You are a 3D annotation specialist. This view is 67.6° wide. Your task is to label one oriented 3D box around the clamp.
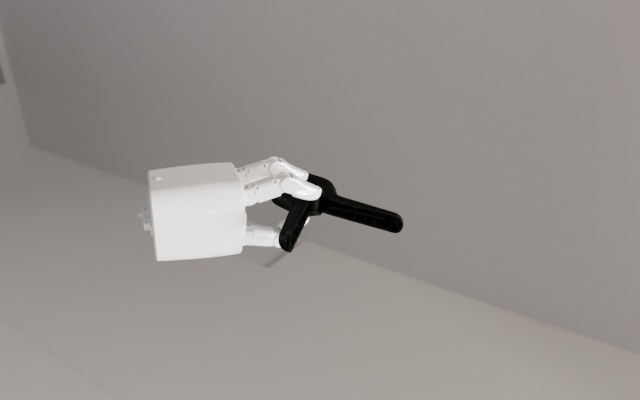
[{"bbox_3d":[0.000,0.003,0.639,0.164,0.036,0.210,-3,26,-20],"label":"clamp"}]
